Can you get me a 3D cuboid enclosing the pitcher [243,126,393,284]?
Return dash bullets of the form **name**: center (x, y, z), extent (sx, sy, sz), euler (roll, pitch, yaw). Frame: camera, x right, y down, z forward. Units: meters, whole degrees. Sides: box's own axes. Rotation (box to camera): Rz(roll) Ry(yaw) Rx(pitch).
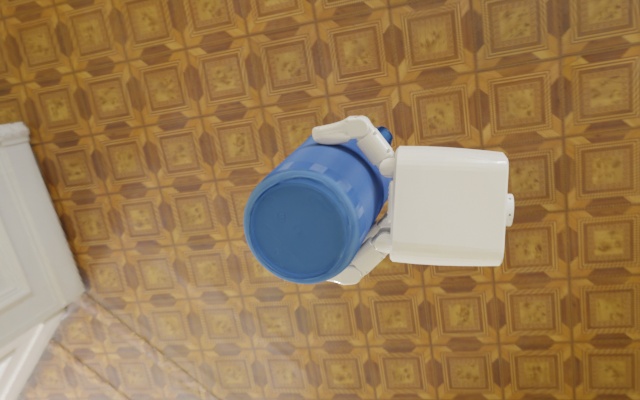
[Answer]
- **pitcher**: center (0.000, 0.002, 0.528), extent (0.145, 0.149, 0.242), euler (4, 16, 12)
